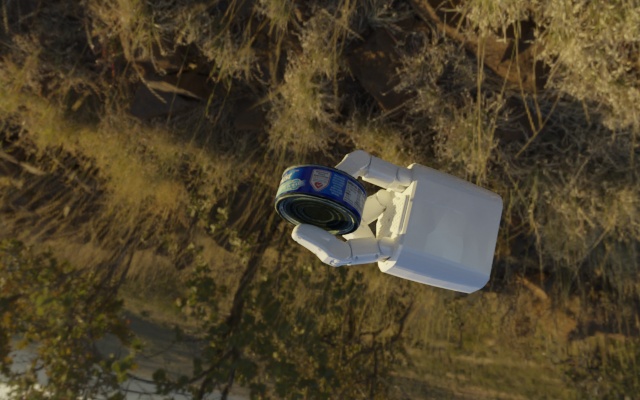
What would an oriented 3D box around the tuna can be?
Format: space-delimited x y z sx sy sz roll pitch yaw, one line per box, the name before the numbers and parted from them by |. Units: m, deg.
tuna can | 0.000 0.002 0.459 0.086 0.033 0.086 12 -26 6
